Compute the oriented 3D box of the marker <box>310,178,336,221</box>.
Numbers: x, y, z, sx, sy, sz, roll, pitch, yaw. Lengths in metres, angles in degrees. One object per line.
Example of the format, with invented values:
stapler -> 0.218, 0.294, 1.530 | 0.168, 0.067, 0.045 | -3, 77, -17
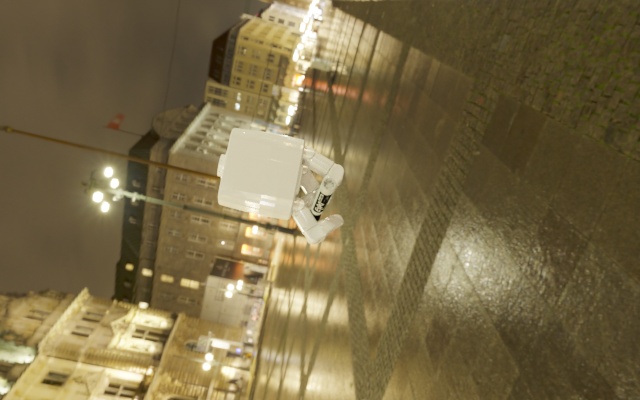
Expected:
marker -> 0.000, 0.002, 0.652 | 0.020, 0.020, 0.121 | 0, -22, -11
